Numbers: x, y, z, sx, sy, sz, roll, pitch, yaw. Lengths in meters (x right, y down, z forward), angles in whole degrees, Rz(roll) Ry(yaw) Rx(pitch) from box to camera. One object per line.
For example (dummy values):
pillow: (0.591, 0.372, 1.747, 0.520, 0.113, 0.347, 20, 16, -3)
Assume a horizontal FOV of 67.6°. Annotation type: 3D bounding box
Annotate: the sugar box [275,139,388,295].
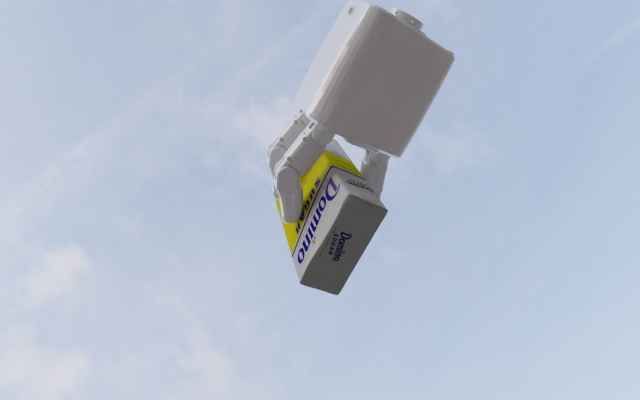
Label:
sugar box: (0.000, 0.001, 0.470, 0.048, 0.093, 0.176, 22, 19, -20)
